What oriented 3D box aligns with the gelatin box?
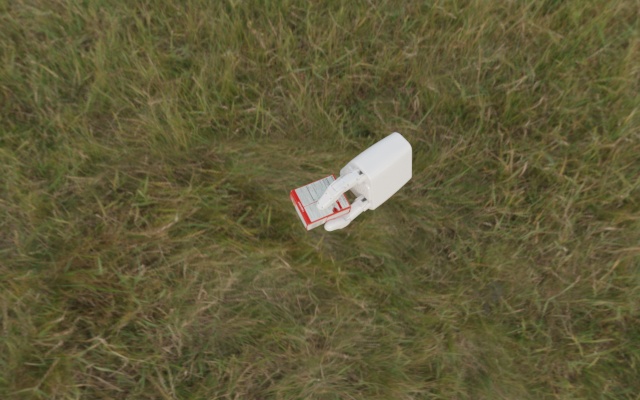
[{"bbox_3d":[0.000,0.003,0.855,0.089,0.073,0.030,-22,-21,-17],"label":"gelatin box"}]
